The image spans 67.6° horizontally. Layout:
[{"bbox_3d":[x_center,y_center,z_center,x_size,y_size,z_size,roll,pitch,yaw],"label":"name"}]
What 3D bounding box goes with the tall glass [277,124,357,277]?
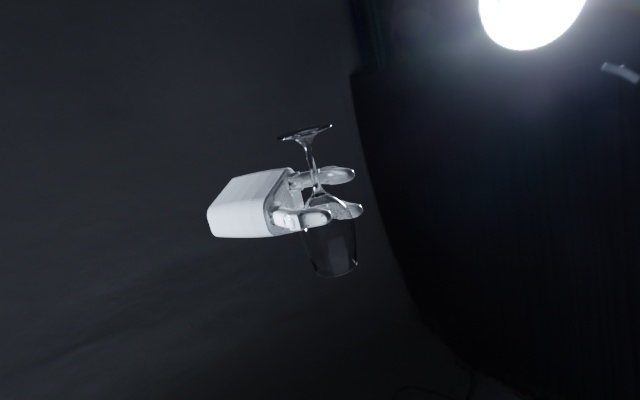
[{"bbox_3d":[0.000,0.002,0.655,0.079,0.201,0.079,-13,15,4],"label":"tall glass"}]
